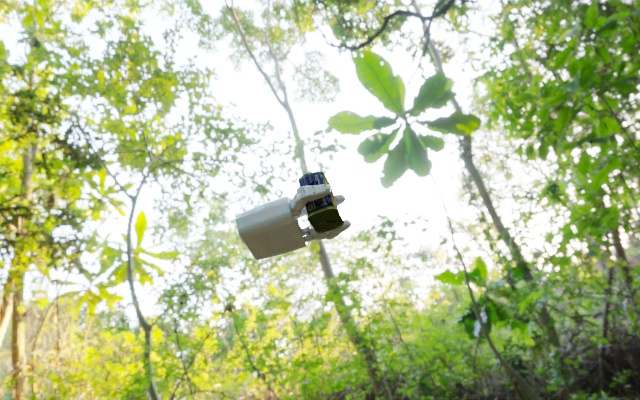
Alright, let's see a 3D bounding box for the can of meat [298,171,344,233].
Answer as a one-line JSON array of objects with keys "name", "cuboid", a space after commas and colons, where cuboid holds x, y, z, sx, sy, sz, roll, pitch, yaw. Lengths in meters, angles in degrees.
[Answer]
[{"name": "can of meat", "cuboid": [0.000, 0.003, 0.898, 0.057, 0.084, 0.102, -20, -25, 6]}]
